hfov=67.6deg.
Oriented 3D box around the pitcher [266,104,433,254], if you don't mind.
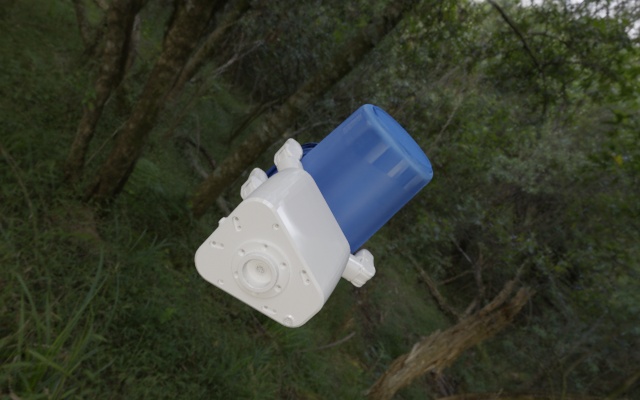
[{"bbox_3d":[0.000,0.002,0.552,0.243,0.149,0.145,-43,2,20],"label":"pitcher"}]
